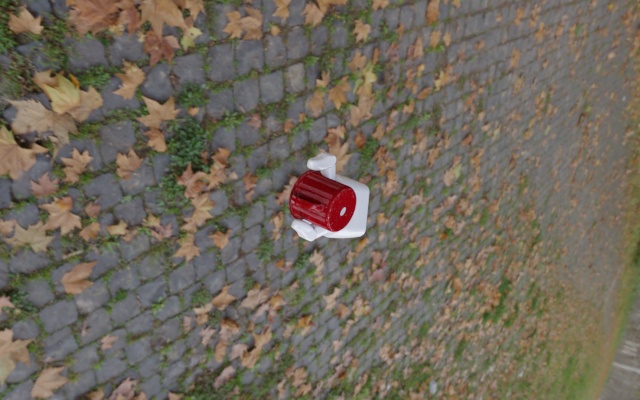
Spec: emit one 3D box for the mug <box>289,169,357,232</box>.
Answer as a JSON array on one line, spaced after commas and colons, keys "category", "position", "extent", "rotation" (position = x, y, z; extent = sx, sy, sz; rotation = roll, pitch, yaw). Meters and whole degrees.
[{"category": "mug", "position": [-0.001, 0.003, 0.795], "extent": [0.081, 0.093, 0.117], "rotation": [23, 10, 34]}]
